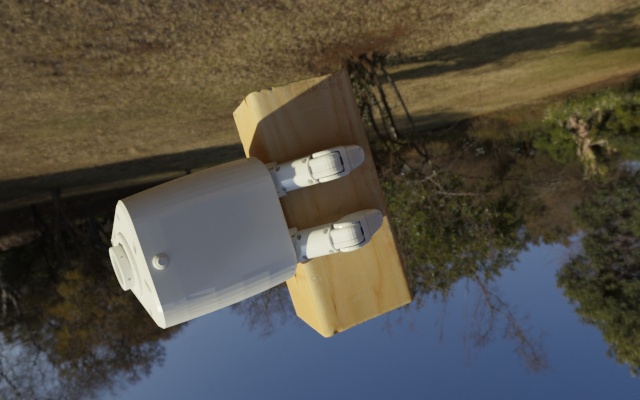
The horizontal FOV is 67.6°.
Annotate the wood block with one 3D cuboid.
[{"bbox_3d":[0.000,0.002,0.434,0.090,0.206,0.091,-19,6,-18],"label":"wood block"}]
